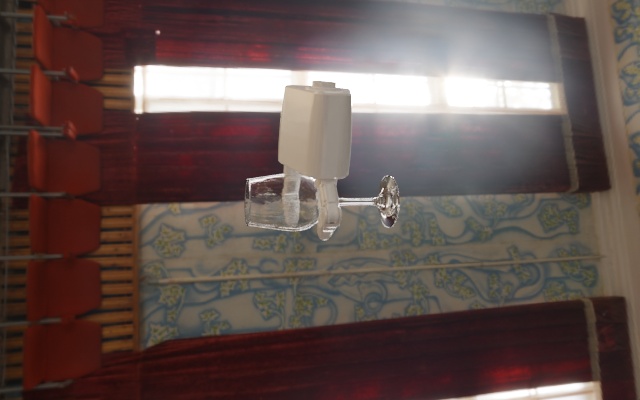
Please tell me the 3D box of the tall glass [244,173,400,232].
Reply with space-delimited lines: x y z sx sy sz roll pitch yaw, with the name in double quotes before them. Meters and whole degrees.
"tall glass" 0.001 0.002 0.648 0.201 0.079 0.079 -1 0 -15
